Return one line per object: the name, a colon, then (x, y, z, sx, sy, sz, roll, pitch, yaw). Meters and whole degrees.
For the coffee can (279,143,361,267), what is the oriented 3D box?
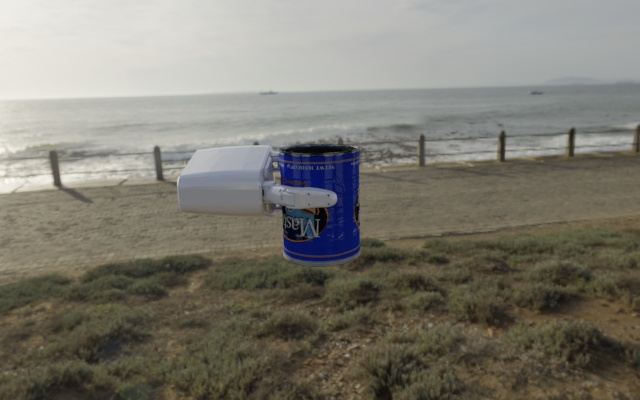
coffee can: (0.000, 0.002, 0.617, 0.103, 0.140, 0.102, -1, 13, 0)
